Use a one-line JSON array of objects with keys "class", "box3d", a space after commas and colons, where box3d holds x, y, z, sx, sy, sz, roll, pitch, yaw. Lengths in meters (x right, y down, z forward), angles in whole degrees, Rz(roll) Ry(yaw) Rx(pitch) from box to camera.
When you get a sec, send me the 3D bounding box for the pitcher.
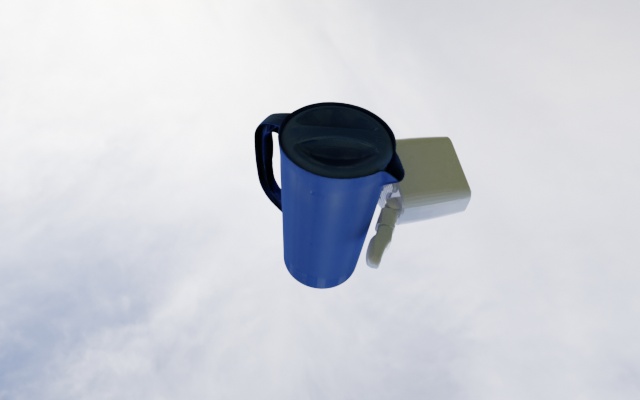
[{"class": "pitcher", "box3d": [0.000, 0.002, 0.616, 0.145, 0.149, 0.243, -10, -40, -16]}]
